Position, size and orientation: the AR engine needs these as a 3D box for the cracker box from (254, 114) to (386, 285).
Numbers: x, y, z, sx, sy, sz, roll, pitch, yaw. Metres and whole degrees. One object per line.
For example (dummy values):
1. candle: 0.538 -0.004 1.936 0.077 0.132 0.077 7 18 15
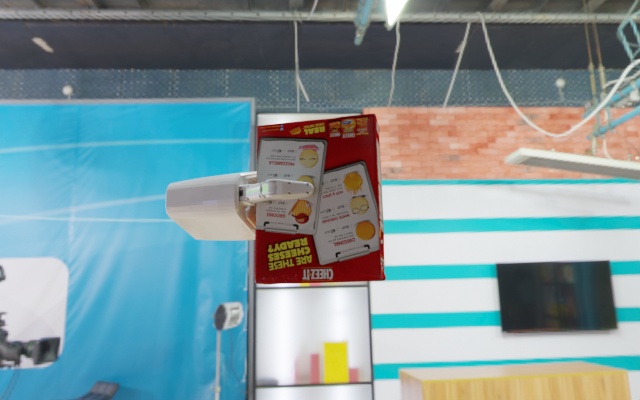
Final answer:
1. cracker box: 0.000 0.002 0.636 0.164 0.213 0.072 -4 -12 13
